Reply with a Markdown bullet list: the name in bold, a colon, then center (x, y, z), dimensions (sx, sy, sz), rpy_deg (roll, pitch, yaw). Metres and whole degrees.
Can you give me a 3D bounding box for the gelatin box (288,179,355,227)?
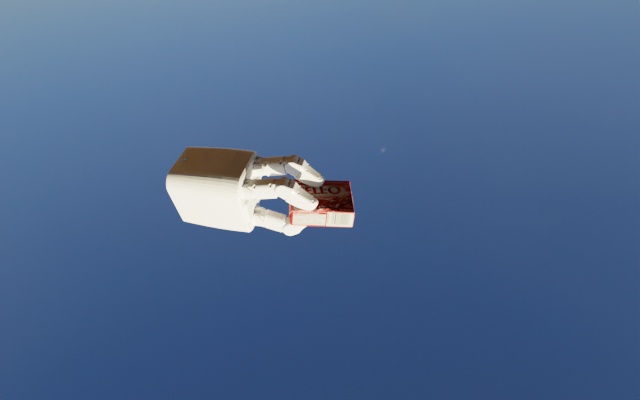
- **gelatin box**: center (0.000, 0.003, 0.672), dimensions (0.089, 0.030, 0.073), rpy_deg (2, 38, -5)
